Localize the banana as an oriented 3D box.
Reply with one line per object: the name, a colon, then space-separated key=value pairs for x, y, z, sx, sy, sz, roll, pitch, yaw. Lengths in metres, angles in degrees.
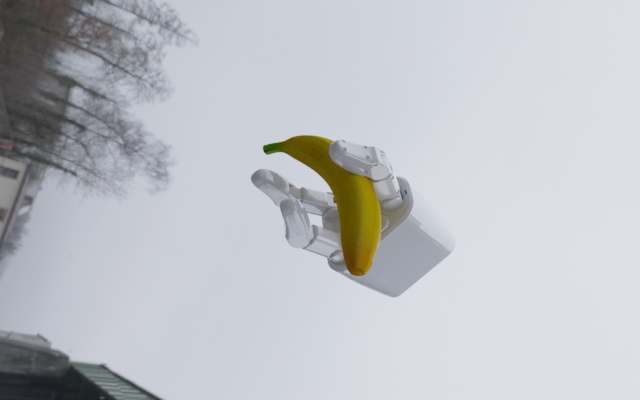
banana: x=0.013 y=-0.012 z=0.448 sx=0.197 sy=0.069 sz=0.037 roll=52 pitch=0 yaw=44
